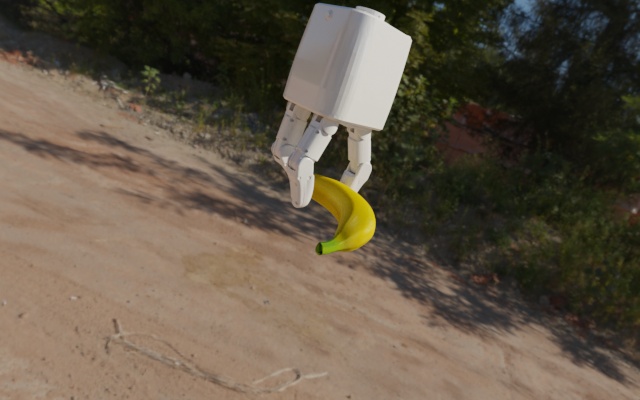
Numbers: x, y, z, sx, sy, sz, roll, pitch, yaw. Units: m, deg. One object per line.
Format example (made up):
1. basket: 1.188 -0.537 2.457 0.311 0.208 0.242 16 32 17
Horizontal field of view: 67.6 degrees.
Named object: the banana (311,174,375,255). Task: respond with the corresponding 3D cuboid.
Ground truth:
1. banana: 0.018 0.007 0.518 0.069 0.037 0.197 13 17 -13
